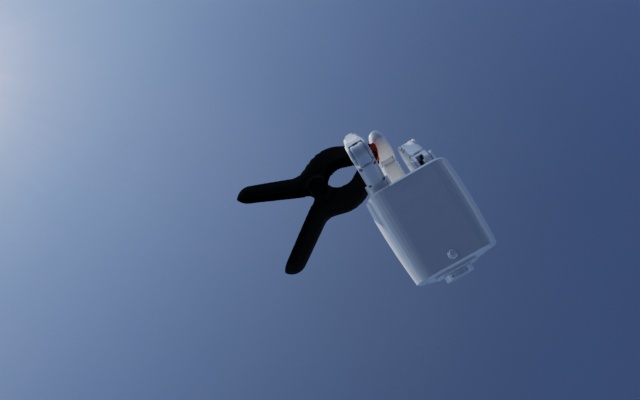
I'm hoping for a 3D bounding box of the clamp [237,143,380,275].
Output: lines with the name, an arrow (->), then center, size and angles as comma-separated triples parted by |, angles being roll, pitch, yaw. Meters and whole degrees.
clamp -> 0.000, 0.002, 0.542 | 0.171, 0.120, 0.039 | -29, -15, 4
